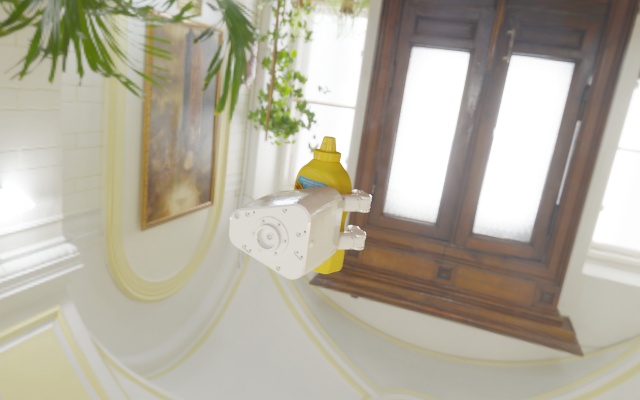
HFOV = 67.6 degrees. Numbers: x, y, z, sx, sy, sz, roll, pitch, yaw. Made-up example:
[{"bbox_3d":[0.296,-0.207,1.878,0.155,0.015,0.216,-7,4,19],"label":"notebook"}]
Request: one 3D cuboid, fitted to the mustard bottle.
[{"bbox_3d":[0.000,0.002,0.695,0.058,0.192,0.096,-6,19,-43],"label":"mustard bottle"}]
